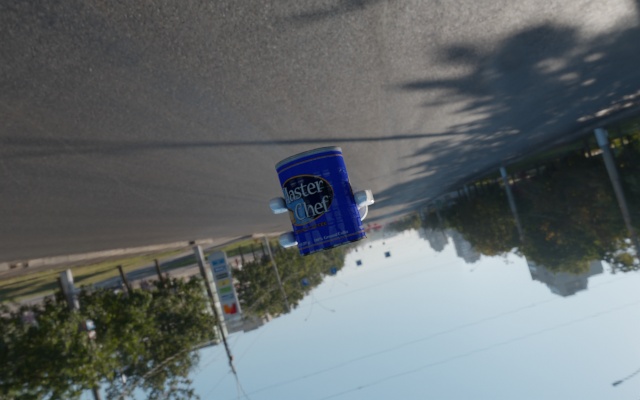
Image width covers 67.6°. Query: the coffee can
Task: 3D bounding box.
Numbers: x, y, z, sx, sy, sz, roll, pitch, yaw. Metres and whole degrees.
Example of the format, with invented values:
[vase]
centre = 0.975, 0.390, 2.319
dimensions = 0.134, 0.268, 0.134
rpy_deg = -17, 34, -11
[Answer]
[coffee can]
centre = 0.000, 0.002, 0.707
dimensions = 0.103, 0.140, 0.103
rpy_deg = -16, -5, -1
